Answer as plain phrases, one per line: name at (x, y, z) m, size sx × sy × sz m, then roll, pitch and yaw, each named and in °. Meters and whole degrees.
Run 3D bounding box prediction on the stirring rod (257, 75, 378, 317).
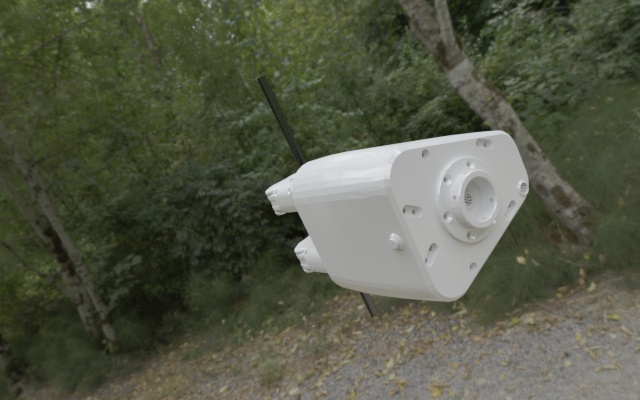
stirring rod at (0.000, 0.001, 0.430) m, size 0.011 × 0.239 × 0.011 m, roll -25°, pitch 11°, yaw 5°
